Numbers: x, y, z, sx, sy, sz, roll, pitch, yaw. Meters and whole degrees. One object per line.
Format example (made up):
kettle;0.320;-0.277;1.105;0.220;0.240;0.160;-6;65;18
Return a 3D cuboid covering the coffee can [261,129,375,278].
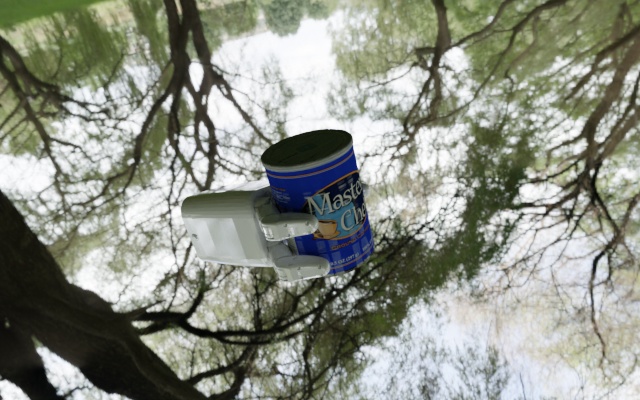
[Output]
coffee can;0.000;0.002;0.547;0.103;0.140;0.102;-12;26;6
